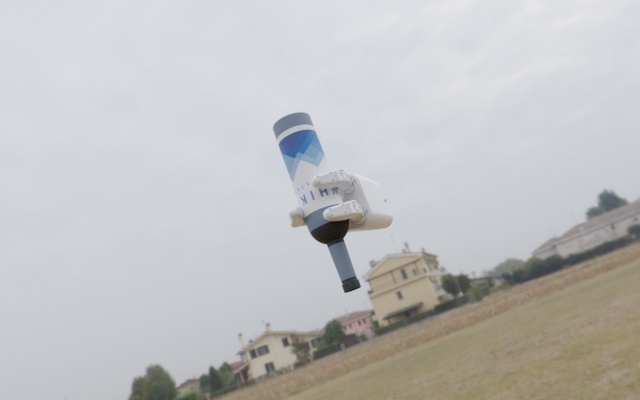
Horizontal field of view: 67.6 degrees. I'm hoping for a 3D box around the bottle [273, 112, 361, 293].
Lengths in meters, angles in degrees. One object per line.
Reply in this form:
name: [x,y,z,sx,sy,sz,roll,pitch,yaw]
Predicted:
bottle: [0.000,0.002,0.760,0.069,0.295,0.069,-19,-16,-6]
